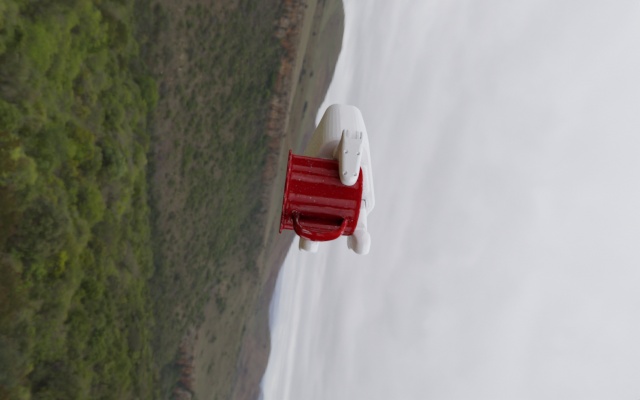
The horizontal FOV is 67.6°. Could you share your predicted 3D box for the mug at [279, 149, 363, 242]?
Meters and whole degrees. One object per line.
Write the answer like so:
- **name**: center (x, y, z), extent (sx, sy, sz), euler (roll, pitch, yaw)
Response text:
- **mug**: center (0.000, 0.002, 0.516), extent (0.081, 0.093, 0.117), euler (7, 34, -4)
